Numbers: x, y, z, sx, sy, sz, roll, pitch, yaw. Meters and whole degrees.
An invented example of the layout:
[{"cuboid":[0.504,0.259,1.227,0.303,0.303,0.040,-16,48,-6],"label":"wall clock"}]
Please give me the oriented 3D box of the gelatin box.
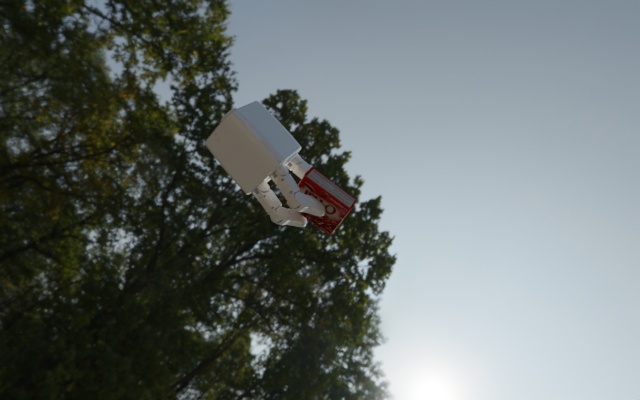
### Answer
[{"cuboid":[0.001,0.002,0.748,0.089,0.073,0.030,36,42,1],"label":"gelatin box"}]
